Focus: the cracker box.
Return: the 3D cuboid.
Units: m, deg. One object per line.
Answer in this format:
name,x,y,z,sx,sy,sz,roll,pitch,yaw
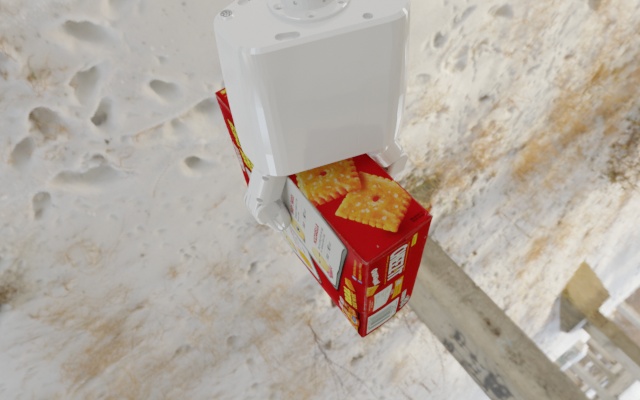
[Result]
cracker box,0.000,0.002,0.443,0.072,0.213,0.164,-32,-30,-16
